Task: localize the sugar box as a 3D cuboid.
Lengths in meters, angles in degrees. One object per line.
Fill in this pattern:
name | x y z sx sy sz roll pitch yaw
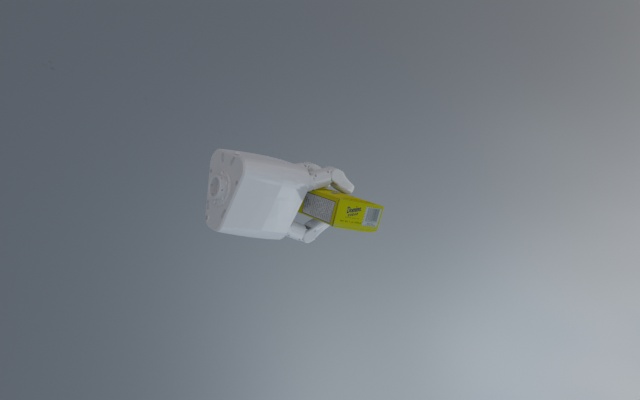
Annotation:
sugar box | 0.000 0.002 0.724 0.093 0.048 0.176 10 8 -42
